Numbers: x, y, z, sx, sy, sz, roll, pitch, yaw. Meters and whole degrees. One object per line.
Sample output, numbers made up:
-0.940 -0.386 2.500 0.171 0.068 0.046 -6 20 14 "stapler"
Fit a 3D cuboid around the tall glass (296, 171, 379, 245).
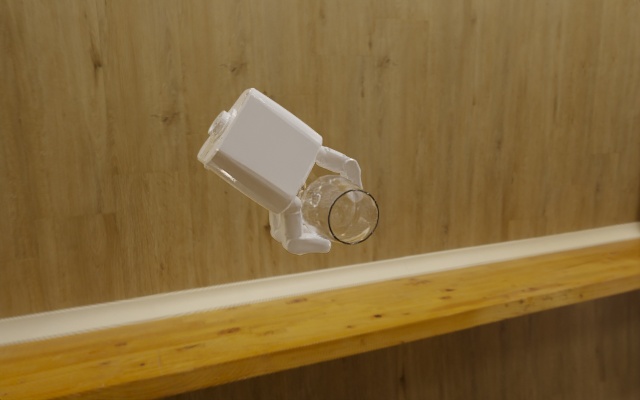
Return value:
0.000 0.002 0.609 0.079 0.079 0.201 0 10 -22 "tall glass"
